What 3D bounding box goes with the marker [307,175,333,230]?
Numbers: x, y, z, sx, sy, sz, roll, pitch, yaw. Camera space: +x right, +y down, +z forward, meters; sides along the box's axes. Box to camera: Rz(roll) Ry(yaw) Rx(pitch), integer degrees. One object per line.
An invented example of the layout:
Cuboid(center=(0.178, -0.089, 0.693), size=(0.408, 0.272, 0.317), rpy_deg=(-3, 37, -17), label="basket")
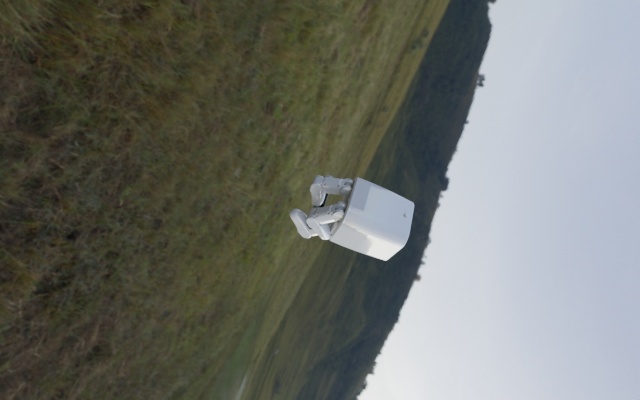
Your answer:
Cuboid(center=(0.000, 0.003, 0.832), size=(0.020, 0.121, 0.020), rpy_deg=(11, -42, 10), label="marker")
